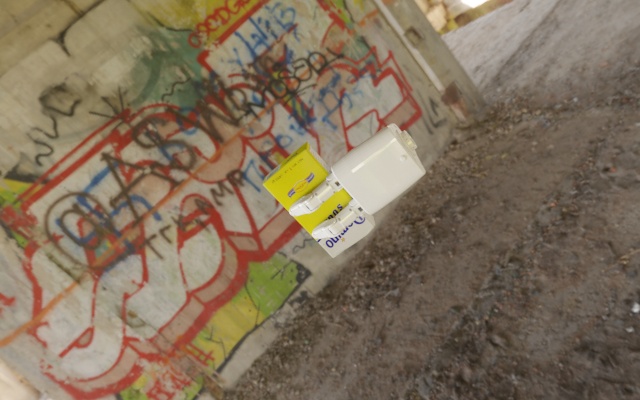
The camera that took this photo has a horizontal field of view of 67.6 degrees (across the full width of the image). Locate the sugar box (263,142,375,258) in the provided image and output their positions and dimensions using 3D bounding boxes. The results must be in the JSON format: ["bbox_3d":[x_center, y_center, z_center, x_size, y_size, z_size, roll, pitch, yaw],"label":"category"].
[{"bbox_3d":[0.000,0.003,0.771,0.093,0.176,0.048,-38,17,16],"label":"sugar box"}]
